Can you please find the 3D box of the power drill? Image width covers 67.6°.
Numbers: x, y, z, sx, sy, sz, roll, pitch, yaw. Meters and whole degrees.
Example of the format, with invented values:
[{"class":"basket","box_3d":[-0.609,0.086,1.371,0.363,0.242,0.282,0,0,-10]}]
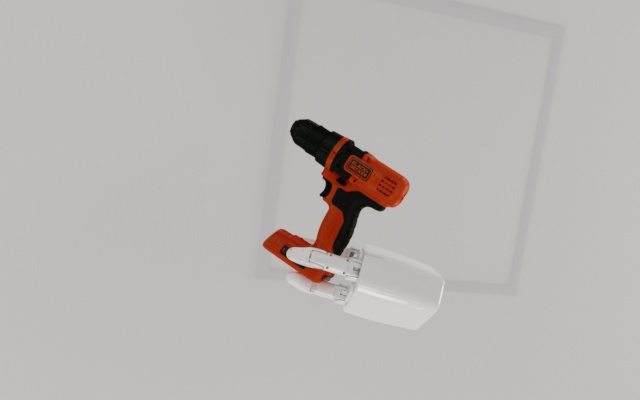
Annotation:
[{"class":"power drill","box_3d":[0.000,0.003,0.652,0.184,0.188,0.057,34,9,15]}]
